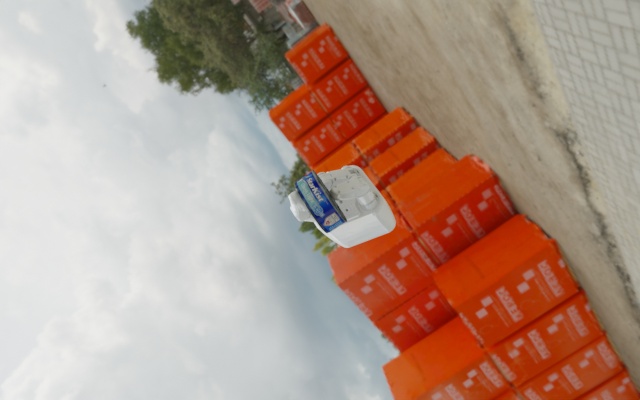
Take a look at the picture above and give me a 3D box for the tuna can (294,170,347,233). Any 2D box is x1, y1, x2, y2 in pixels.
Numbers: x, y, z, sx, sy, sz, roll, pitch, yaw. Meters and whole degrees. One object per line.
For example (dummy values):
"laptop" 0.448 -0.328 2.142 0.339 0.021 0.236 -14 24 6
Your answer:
"tuna can" 0.000 0.002 0.660 0.034 0.086 0.086 -33 -3 4
